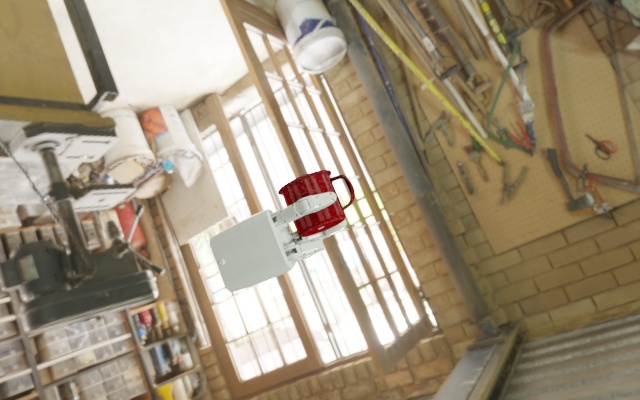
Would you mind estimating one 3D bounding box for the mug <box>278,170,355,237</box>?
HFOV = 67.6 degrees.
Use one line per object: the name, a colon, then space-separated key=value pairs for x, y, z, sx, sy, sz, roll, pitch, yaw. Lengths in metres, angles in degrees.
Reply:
mug: x=0.002 y=0.002 z=0.759 sx=0.117 sy=0.081 sz=0.093 roll=-24 pitch=-11 yaw=9
